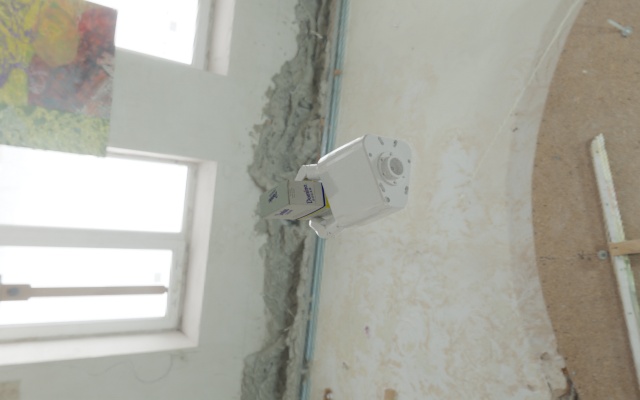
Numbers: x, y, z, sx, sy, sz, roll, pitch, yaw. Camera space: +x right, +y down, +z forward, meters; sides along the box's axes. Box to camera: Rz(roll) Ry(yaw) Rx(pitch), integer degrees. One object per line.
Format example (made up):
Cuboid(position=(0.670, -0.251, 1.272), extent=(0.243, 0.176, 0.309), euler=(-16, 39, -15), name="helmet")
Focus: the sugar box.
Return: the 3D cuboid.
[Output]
Cuboid(position=(0.000, 0.002, 0.773), extent=(0.176, 0.048, 0.093), euler=(6, -19, -34), name="sugar box")
